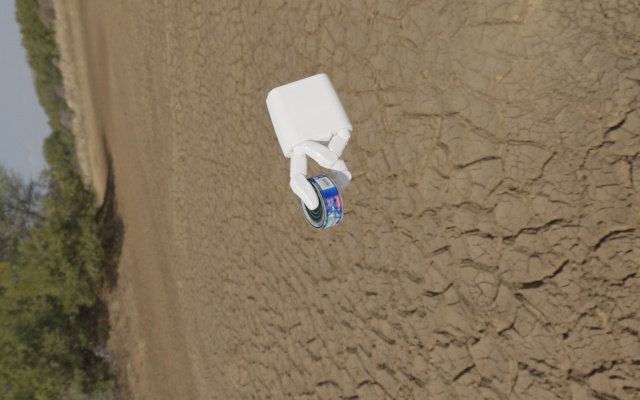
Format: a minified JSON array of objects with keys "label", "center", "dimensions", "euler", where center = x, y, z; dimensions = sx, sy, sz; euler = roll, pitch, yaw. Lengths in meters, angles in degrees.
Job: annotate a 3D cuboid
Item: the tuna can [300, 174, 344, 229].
[{"label":"tuna can","center":[0.000,0.003,0.767],"dimensions":[0.034,0.086,0.086],"euler":[-17,8,-27]}]
